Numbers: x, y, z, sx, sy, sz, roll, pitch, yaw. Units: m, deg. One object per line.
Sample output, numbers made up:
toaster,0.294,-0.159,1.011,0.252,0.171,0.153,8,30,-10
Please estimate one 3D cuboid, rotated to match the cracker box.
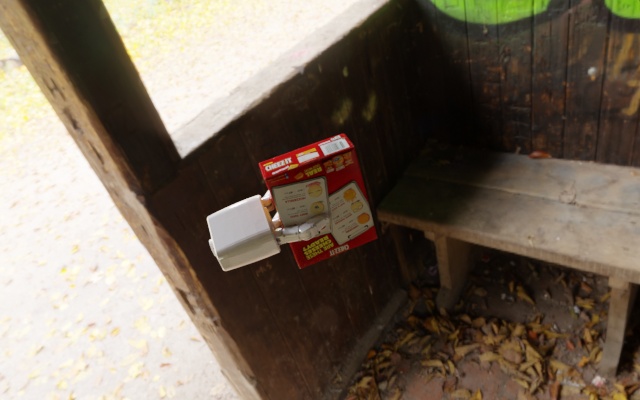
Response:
cracker box,0.000,0.003,0.878,0.164,0.214,0.072,-21,35,-4
